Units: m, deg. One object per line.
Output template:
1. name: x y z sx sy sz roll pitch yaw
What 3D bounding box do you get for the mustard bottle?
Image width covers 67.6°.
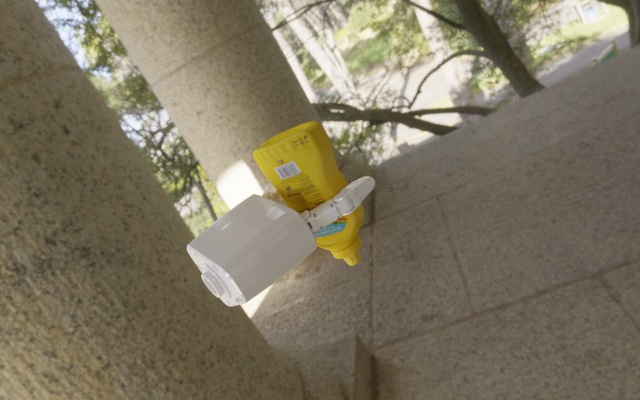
1. mustard bottle: 0.000 0.002 0.598 0.096 0.192 0.058 -17 22 36
